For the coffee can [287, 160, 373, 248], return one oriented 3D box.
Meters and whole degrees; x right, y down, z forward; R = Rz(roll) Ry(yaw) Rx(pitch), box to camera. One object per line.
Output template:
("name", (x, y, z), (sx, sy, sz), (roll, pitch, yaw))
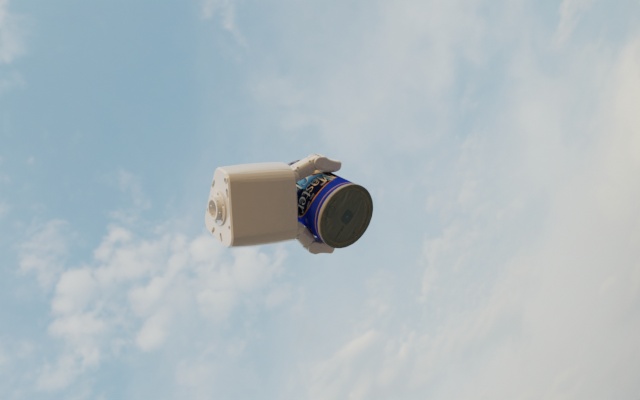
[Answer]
("coffee can", (0.000, 0.002, 0.764), (0.103, 0.103, 0.140), (0, 19, -38))
